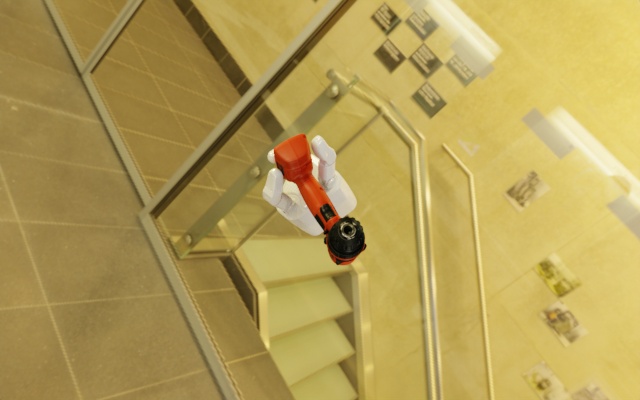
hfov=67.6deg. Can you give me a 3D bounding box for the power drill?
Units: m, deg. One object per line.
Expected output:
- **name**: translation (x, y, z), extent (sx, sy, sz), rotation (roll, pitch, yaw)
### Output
- **power drill**: translation (0.000, 0.002, 0.675), extent (0.057, 0.187, 0.184), rotation (-27, -14, -8)
